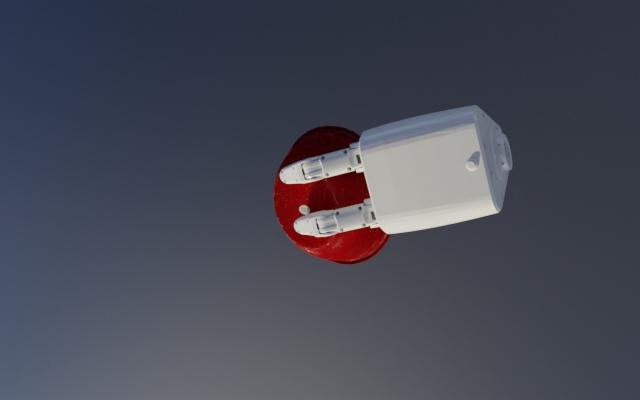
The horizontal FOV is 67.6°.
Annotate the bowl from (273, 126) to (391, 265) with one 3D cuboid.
[{"bbox_3d":[-0.001,0.002,0.525,0.162,0.162,0.055,0,14,40],"label":"bowl"}]
